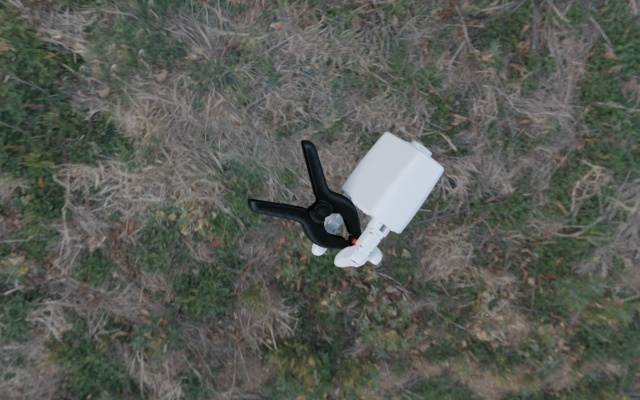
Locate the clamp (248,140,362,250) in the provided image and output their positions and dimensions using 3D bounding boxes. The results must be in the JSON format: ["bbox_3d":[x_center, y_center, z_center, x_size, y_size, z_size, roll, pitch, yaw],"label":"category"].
[{"bbox_3d":[0.000,0.002,0.659,0.171,0.120,0.039,33,7,-19],"label":"clamp"}]
